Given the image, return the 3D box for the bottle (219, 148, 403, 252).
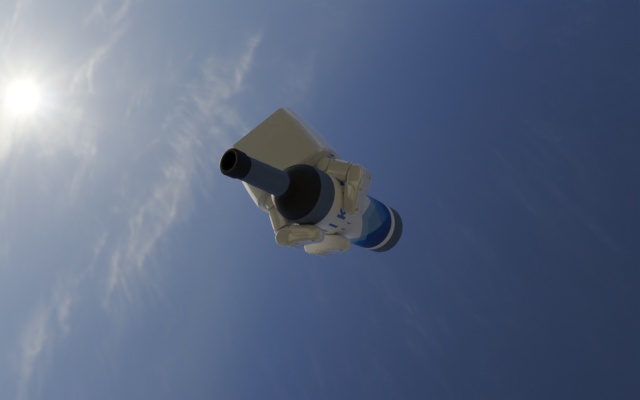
[{"bbox_3d":[0.000,0.002,0.563,0.069,0.069,0.296,0,-15,38],"label":"bottle"}]
